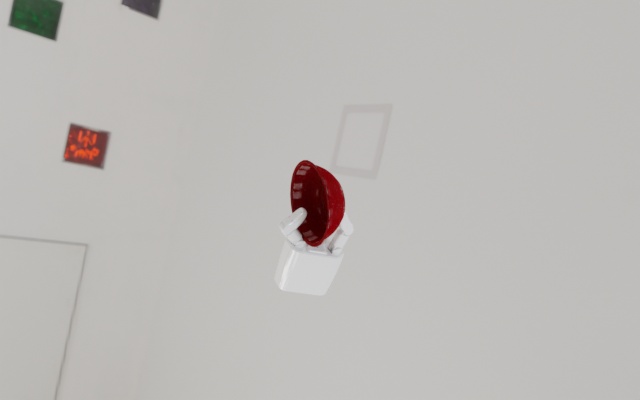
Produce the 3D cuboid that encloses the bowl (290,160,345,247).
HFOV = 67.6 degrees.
[{"bbox_3d":[0.001,0.002,0.889,0.055,0.162,0.162,-8,3,-26],"label":"bowl"}]
